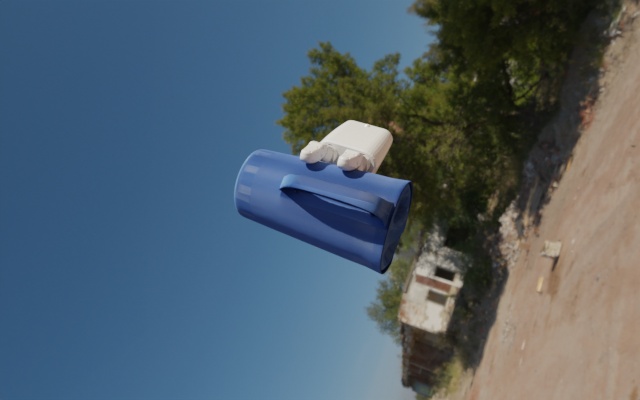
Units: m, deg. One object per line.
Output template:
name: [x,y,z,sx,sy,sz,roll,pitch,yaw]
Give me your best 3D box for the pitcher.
pitcher: [0.000,0.002,0.680,0.243,0.149,0.145,17,35,18]
